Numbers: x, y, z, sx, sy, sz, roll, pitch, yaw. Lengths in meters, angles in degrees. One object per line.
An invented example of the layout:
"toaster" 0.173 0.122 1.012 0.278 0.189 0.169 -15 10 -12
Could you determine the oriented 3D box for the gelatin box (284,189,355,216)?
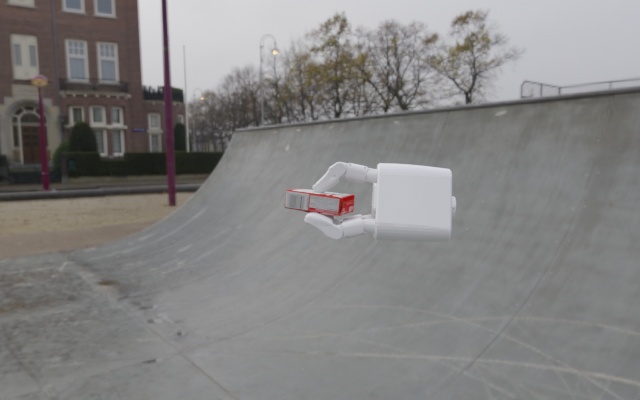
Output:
"gelatin box" 0.000 0.002 0.721 0.089 0.030 0.073 8 6 17
